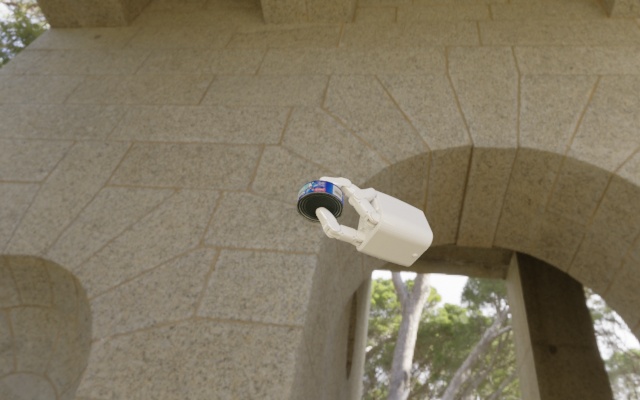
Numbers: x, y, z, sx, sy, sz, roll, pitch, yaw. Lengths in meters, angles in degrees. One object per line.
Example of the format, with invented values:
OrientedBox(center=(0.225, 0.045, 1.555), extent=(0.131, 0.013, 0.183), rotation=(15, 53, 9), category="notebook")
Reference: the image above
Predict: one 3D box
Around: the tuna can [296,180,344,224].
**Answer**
OrientedBox(center=(0.000, 0.002, 0.875), extent=(0.086, 0.033, 0.086), rotation=(3, -42, 2), category="tuna can")
